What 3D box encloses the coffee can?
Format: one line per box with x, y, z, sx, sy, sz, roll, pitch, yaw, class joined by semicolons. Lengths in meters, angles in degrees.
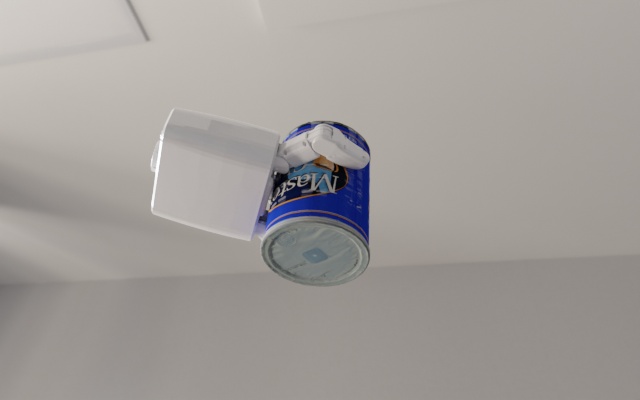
0.000;0.002;0.491;0.103;0.140;0.103;3;-42;3;coffee can
